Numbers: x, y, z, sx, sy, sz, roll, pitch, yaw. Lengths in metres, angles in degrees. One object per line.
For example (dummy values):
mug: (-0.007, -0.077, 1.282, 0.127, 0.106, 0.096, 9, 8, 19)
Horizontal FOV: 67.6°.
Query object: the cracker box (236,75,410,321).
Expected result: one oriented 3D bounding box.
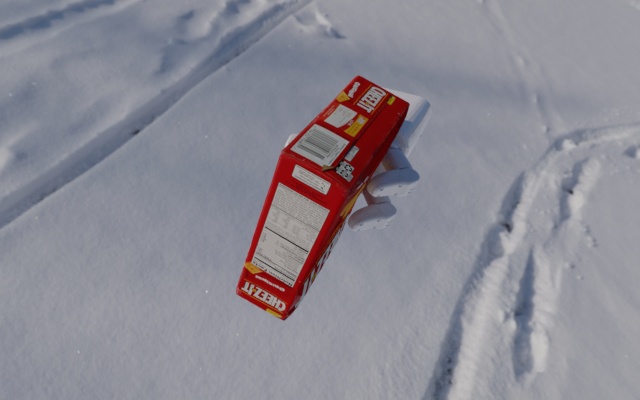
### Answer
cracker box: (0.000, 0.001, 0.496, 0.072, 0.214, 0.164, 30, 44, 7)
